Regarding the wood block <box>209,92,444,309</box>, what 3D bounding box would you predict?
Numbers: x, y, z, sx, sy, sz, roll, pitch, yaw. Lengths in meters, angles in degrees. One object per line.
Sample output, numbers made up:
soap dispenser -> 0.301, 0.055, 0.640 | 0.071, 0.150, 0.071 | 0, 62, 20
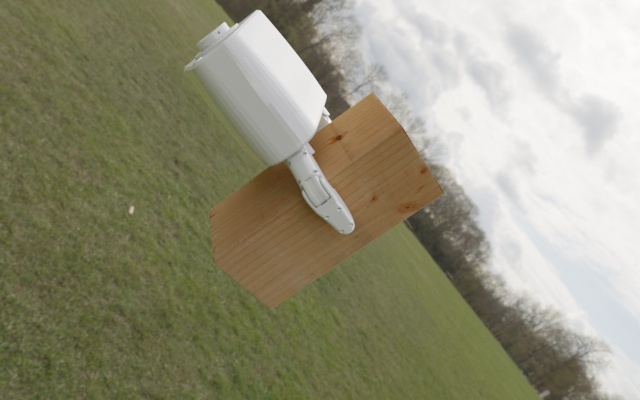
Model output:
wood block -> 0.000, 0.001, 0.472 | 0.206, 0.090, 0.090 | -35, 35, 9
